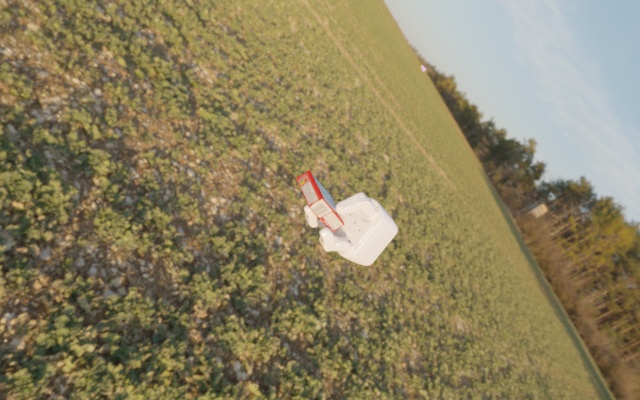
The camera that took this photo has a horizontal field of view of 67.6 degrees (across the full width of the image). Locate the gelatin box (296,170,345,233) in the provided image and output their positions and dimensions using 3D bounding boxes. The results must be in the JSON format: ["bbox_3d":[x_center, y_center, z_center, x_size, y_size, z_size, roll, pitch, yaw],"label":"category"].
[{"bbox_3d":[0.000,0.002,0.801,0.030,0.073,0.089,-32,-42,8],"label":"gelatin box"}]
